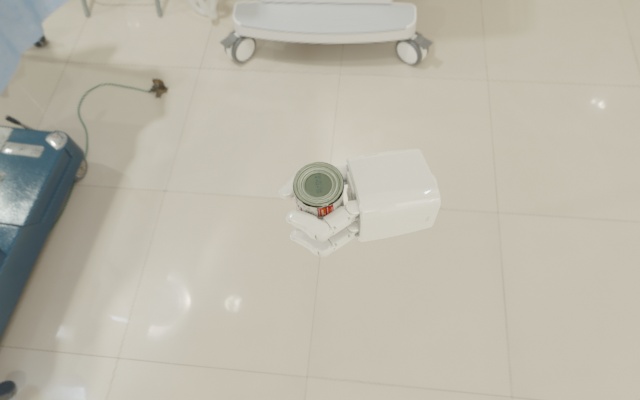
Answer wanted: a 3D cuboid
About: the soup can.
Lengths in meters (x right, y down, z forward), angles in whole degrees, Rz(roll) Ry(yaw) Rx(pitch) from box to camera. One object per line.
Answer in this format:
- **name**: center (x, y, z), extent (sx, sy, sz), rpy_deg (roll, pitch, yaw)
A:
- **soup can**: center (0.000, 0.002, 0.648), extent (0.068, 0.068, 0.102), rpy_deg (0, -28, 3)
